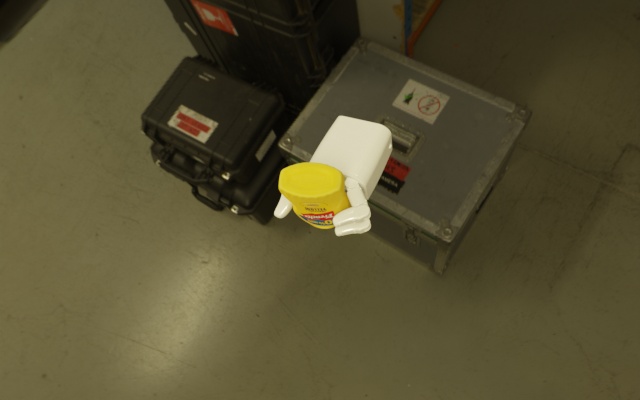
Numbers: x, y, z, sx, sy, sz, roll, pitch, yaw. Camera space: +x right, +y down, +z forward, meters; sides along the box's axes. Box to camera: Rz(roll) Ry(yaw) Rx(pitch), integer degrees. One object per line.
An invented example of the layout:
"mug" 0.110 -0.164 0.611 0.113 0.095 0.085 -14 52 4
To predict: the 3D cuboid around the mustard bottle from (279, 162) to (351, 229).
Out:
"mustard bottle" 0.000 0.003 0.778 0.096 0.058 0.192 0 -21 11
